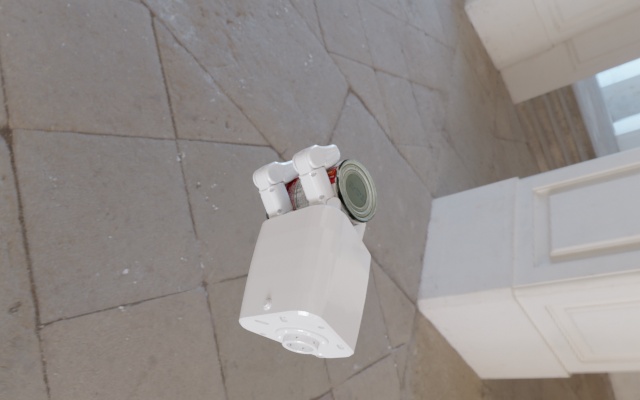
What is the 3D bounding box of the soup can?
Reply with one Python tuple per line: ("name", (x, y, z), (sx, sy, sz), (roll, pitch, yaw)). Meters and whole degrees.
("soup can", (0.000, 0.001, 0.506), (0.102, 0.068, 0.068), (-18, -11, 37))
